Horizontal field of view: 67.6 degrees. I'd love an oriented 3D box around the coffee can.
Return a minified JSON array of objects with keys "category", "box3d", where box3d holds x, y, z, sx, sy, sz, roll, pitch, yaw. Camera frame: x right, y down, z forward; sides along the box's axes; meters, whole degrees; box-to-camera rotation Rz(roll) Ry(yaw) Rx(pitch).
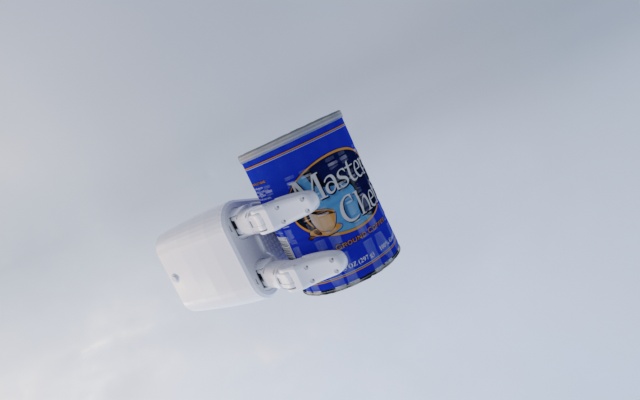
[{"category":"coffee can","box3d":[0.000,0.001,0.444,0.103,0.140,0.103,-24,9,4]}]
